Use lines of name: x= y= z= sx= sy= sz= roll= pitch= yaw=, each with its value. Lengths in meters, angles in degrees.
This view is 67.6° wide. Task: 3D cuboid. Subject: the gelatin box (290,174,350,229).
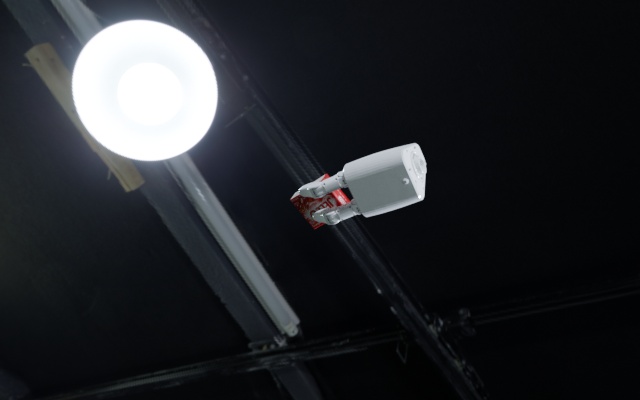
gelatin box: x=0.000 y=0.003 z=0.867 sx=0.089 sy=0.073 sz=0.030 roll=-30 pitch=15 yaw=37
